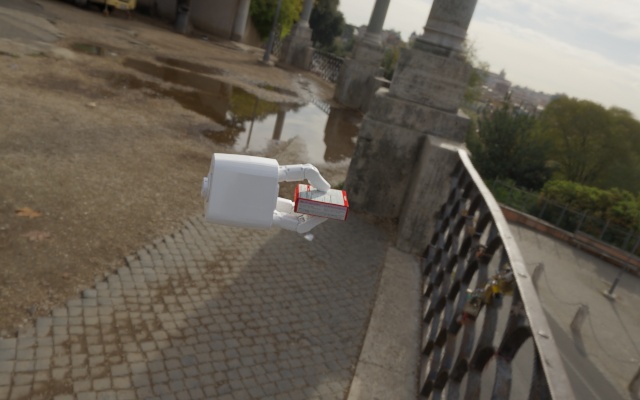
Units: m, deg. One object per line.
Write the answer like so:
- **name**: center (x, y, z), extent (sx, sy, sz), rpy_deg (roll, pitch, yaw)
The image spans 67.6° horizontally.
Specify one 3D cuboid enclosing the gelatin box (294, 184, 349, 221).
- **gelatin box**: center (0.001, 0.002, 0.811), extent (0.089, 0.030, 0.073), rpy_deg (9, 20, -5)
